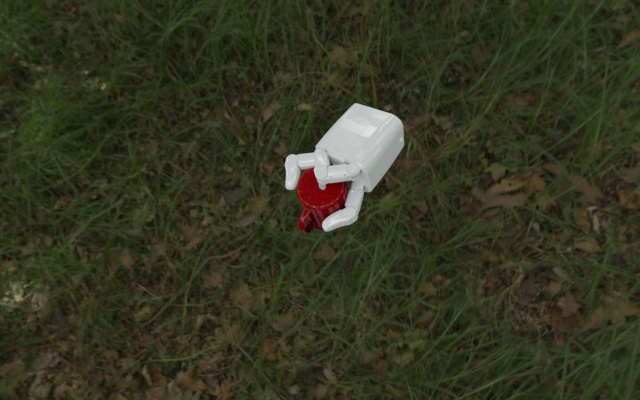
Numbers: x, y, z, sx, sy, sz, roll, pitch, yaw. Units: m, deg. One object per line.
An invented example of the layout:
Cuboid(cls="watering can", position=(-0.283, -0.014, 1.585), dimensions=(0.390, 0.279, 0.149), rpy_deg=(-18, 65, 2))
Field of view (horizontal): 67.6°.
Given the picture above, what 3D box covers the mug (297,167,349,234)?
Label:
Cuboid(cls="mug", position=(-0.001, 0.004, 0.802), dimensions=(0.093, 0.117, 0.081), rpy_deg=(32, -15, 24))
